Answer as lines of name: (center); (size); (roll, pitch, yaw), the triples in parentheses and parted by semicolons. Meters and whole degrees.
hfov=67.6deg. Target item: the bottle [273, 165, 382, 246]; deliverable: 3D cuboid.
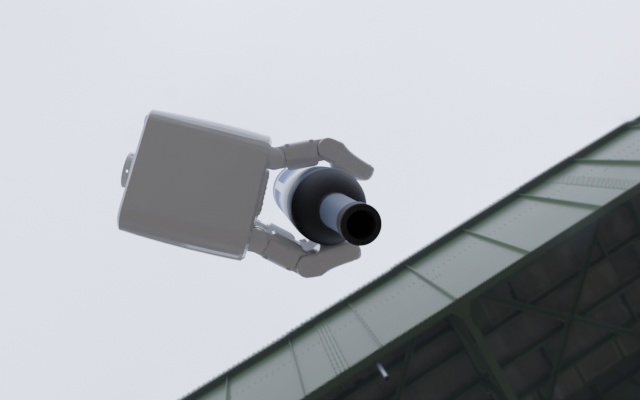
bottle: (0.000, 0.001, 0.444); (0.069, 0.069, 0.295); (0, 5, -10)
